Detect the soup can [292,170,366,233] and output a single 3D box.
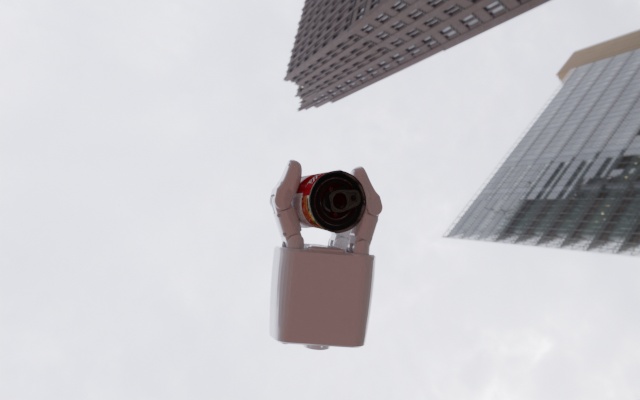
[{"bbox_3d":[0.000,0.001,0.560,0.068,0.068,0.102,0,-1,-23],"label":"soup can"}]
